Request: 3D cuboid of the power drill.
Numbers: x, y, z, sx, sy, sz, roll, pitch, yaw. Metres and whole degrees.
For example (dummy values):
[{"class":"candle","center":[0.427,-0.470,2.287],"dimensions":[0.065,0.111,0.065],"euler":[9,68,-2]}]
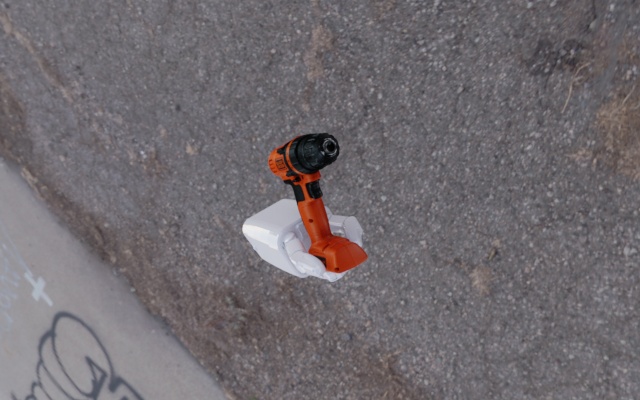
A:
[{"class":"power drill","center":[0.000,0.003,0.650],"dimensions":[0.057,0.187,0.184],"euler":[-22,8,-20]}]
